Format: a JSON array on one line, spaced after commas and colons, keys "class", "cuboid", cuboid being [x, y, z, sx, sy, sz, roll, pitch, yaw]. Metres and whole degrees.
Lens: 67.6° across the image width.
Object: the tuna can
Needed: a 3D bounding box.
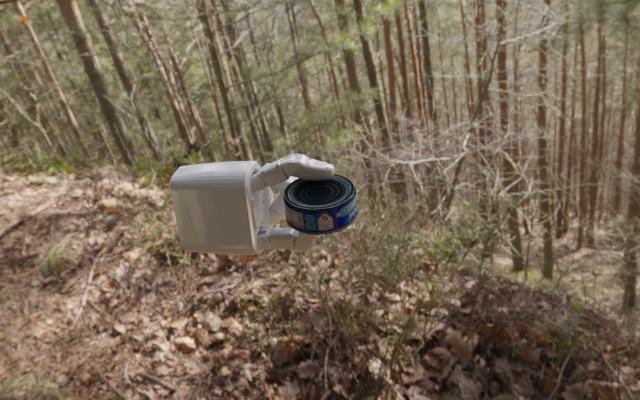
[{"class": "tuna can", "cuboid": [0.000, 0.001, 0.555, 0.086, 0.034, 0.086, -4, 31, 3]}]
